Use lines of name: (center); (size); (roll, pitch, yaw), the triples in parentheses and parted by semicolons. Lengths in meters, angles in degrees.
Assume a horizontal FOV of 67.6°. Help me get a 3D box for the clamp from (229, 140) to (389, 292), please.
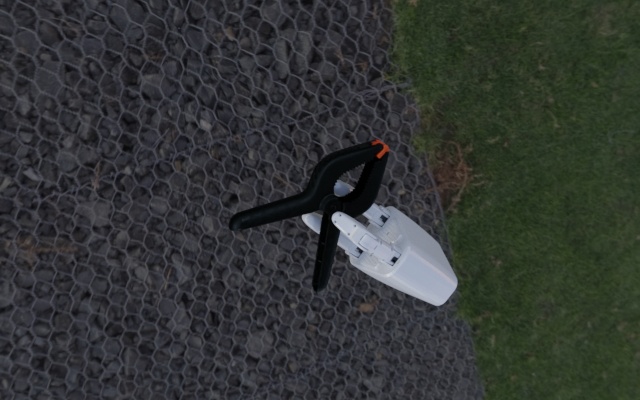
clamp: (0.001, 0.002, 0.593); (0.165, 0.210, 0.036); (33, 7, -30)
